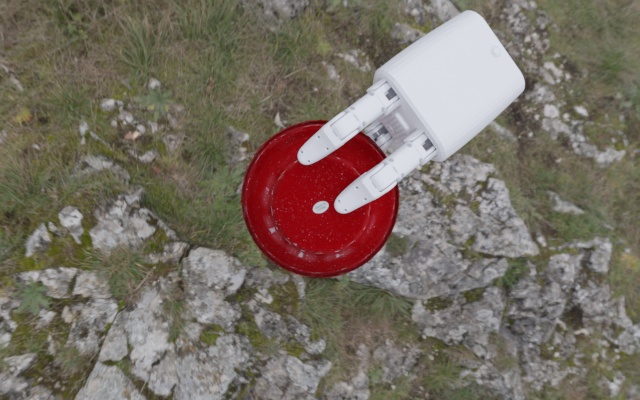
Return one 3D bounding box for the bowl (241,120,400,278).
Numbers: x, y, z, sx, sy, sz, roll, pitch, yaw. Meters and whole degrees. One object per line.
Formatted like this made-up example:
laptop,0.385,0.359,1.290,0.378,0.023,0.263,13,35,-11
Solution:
bowl,-0.001,0.003,0.462,0.162,0.162,0.055,0,5,0
